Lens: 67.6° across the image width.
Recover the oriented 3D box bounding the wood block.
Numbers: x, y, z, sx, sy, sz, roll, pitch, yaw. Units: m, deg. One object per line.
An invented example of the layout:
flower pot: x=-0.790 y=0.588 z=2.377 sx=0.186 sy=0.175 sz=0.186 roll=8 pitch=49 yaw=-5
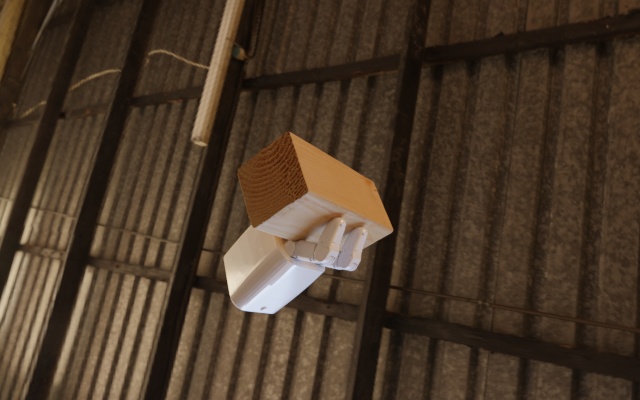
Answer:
wood block: x=0.000 y=0.002 z=0.637 sx=0.090 sy=0.090 sz=0.206 roll=-33 pitch=-32 yaw=23
